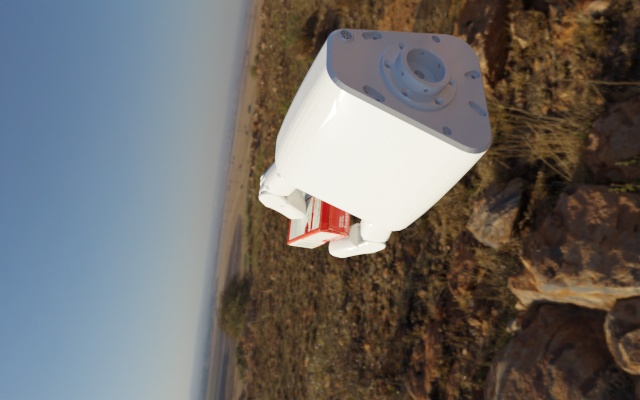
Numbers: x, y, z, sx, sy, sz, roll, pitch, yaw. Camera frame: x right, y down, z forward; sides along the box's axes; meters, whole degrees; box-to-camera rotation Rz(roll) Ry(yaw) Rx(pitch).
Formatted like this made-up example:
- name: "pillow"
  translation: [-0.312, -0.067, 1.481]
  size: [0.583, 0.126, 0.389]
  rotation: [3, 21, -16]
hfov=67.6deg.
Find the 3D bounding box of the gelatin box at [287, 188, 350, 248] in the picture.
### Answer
- name: "gelatin box"
  translation: [0.000, 0.001, 0.438]
  size: [0.030, 0.073, 0.089]
  rotation: [12, -17, -20]
